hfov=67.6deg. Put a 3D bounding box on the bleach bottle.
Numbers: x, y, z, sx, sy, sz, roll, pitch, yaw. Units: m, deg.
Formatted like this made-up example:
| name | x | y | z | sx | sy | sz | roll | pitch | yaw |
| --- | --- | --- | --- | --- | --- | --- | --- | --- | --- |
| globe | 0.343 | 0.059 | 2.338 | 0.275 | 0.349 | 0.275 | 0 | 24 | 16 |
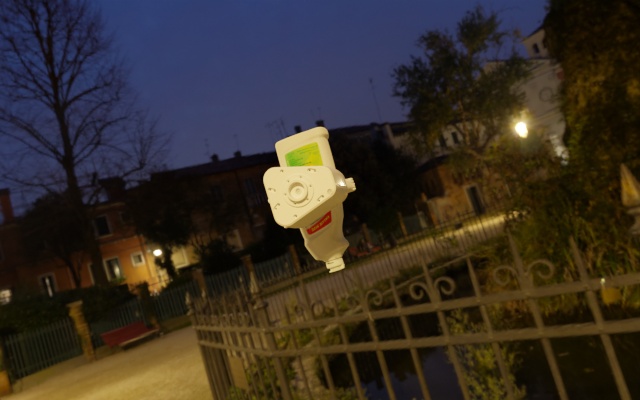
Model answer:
| name | x | y | z | sx | sy | sz | roll | pitch | yaw |
| --- | --- | --- | --- | --- | --- | --- | --- | --- | --- |
| bleach bottle | 0.000 | 0.003 | 0.863 | 0.102 | 0.251 | 0.068 | -19 | -5 | 10 |
